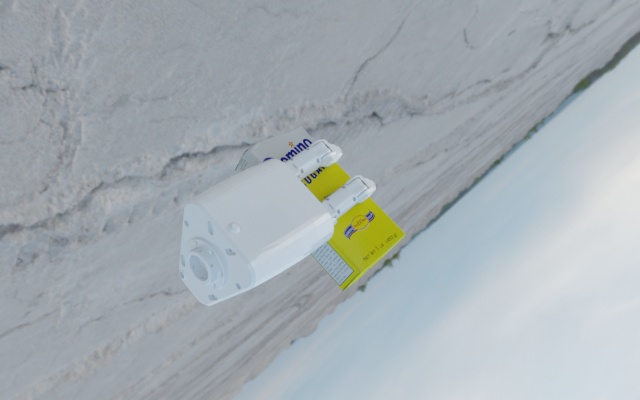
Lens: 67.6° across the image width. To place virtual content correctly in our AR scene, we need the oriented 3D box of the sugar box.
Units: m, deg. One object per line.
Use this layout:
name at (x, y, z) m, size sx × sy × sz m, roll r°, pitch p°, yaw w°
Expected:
sugar box at (0.000, 0.002, 0.518) m, size 0.093 × 0.176 × 0.048 m, roll -32°, pitch -15°, yaw -45°
